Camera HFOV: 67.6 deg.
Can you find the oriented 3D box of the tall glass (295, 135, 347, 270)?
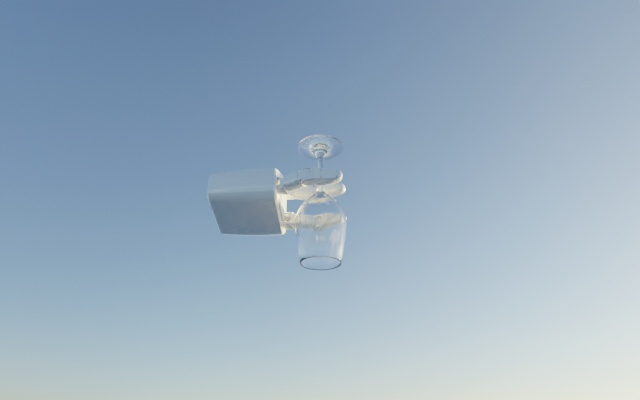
[{"bbox_3d":[0.000,0.002,0.735,0.079,0.201,0.079,0,-27,0],"label":"tall glass"}]
